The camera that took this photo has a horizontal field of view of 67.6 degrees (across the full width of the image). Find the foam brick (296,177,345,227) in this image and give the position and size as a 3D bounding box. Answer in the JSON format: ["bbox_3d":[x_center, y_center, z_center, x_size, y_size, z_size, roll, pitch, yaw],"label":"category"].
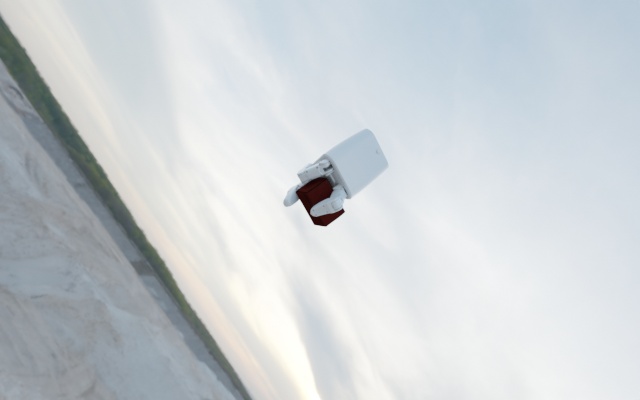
[{"bbox_3d":[0.000,0.003,0.894,0.051,0.078,0.053,-36,19,-21],"label":"foam brick"}]
